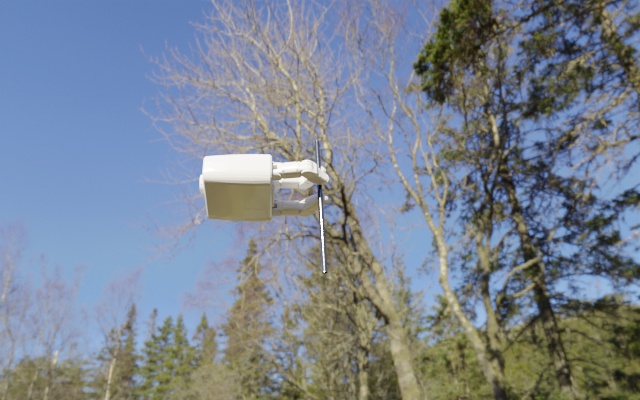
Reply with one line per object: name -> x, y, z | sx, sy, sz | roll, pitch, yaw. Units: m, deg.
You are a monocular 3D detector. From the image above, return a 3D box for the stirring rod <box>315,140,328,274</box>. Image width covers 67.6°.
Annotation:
stirring rod -> 0.000, 0.003, 0.765 | 0.011, 0.239, 0.011 | -3, -30, -1
